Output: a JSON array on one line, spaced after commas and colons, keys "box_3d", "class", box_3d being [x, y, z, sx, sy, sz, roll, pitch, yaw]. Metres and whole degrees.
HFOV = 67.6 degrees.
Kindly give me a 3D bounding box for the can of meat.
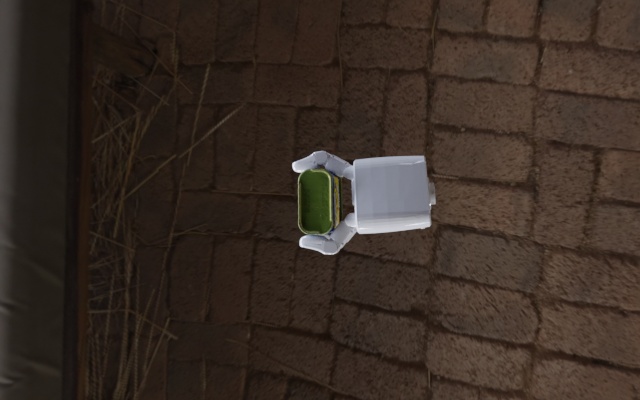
[{"box_3d": [0.000, 0.002, 0.728, 0.057, 0.102, 0.084, -1, -1, 10], "class": "can of meat"}]
